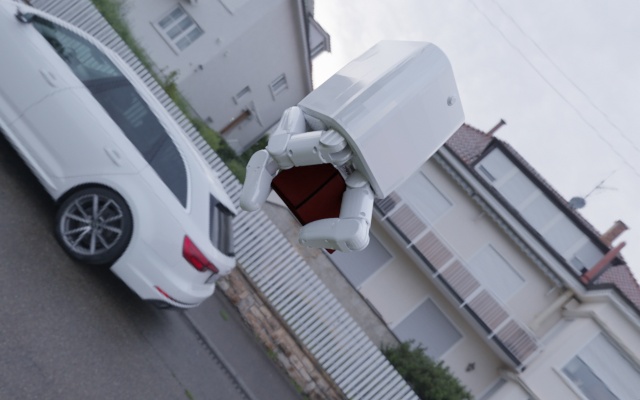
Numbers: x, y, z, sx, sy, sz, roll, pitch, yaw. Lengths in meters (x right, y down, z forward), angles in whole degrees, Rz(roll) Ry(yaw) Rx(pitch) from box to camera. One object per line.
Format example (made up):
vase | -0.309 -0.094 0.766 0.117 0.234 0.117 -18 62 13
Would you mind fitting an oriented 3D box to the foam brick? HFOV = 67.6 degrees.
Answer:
foam brick | 0.000 0.002 0.442 0.053 0.051 0.078 43 -9 43
